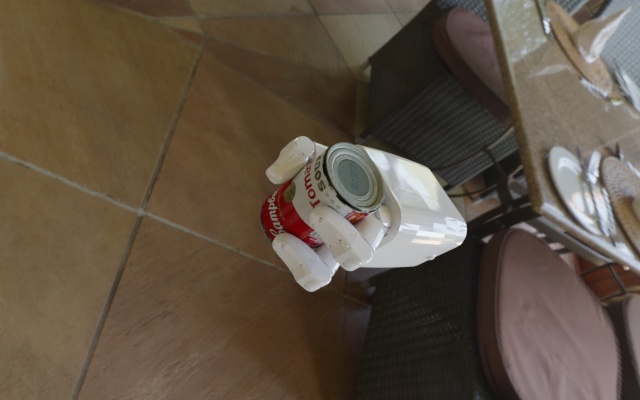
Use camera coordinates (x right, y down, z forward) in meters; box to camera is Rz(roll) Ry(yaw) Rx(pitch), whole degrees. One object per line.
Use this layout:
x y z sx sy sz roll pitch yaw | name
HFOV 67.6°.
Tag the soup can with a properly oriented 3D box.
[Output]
0.000 0.001 0.430 0.068 0.068 0.102 0 -26 -42 | soup can
